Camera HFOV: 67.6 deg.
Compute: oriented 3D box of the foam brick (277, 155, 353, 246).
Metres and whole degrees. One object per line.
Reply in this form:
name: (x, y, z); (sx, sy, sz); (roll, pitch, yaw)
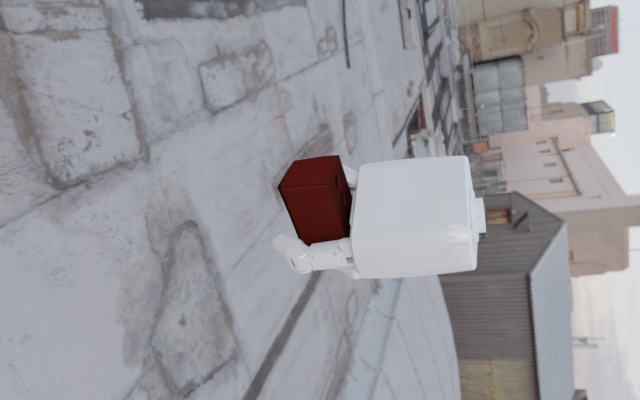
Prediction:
foam brick: (0.000, 0.001, 0.475); (0.051, 0.078, 0.053); (-6, 35, 22)
